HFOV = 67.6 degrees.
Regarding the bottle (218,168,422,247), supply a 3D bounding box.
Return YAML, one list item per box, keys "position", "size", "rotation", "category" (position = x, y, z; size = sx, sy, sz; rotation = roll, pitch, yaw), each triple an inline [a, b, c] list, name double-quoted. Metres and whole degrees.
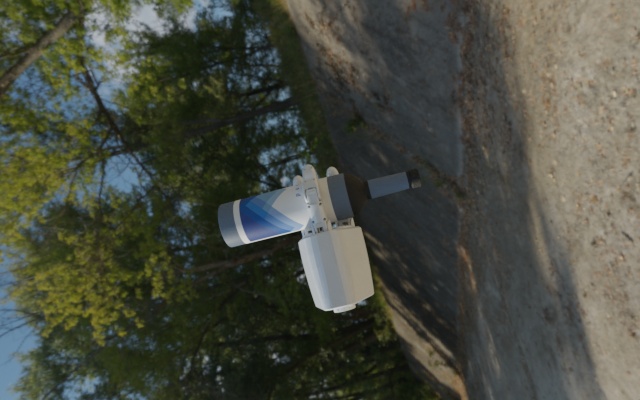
- position: [0.000, 0.002, 0.702]
  size: [0.296, 0.069, 0.069]
  rotation: [-14, -2, 7]
  category: "bottle"
